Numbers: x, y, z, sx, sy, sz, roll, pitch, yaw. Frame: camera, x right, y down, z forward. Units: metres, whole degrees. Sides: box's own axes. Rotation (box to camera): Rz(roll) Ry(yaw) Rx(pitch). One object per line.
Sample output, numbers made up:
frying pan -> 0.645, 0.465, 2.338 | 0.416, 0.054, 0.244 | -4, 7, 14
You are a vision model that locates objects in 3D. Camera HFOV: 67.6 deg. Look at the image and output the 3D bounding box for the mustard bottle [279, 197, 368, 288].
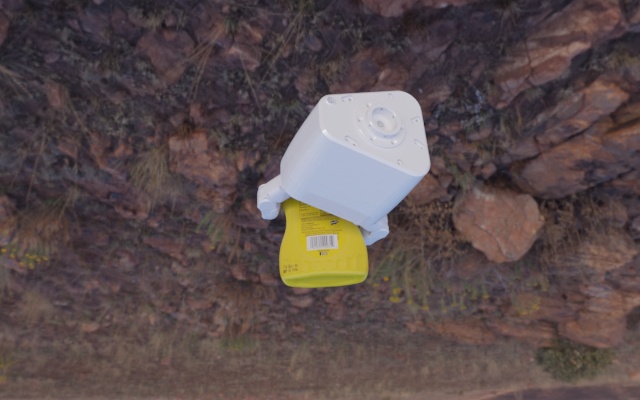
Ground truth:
mustard bottle -> 0.000, 0.002, 0.558 | 0.096, 0.191, 0.058 | -4, -26, 2
